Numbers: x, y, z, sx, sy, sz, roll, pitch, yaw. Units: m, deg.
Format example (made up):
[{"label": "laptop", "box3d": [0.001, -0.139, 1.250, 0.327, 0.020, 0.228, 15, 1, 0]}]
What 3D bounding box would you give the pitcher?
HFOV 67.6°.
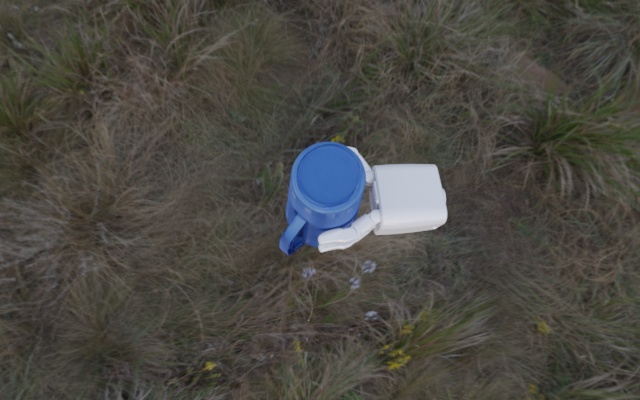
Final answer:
[{"label": "pitcher", "box3d": [0.000, 0.002, 0.783, 0.145, 0.149, 0.243, -3, -14, -3]}]
